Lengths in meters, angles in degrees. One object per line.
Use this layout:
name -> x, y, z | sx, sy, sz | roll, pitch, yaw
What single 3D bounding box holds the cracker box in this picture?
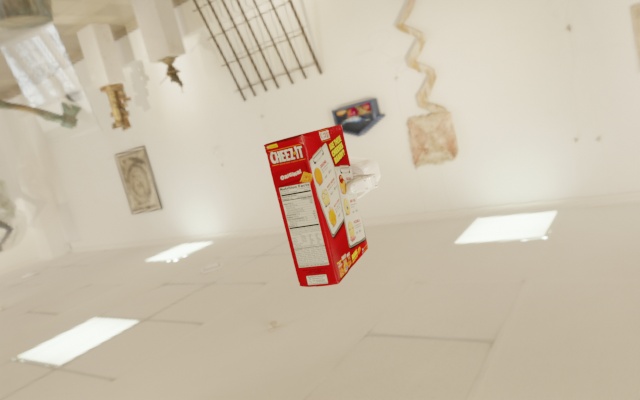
cracker box -> 0.000, 0.003, 0.727 | 0.072, 0.214, 0.164 | -10, 9, 23
